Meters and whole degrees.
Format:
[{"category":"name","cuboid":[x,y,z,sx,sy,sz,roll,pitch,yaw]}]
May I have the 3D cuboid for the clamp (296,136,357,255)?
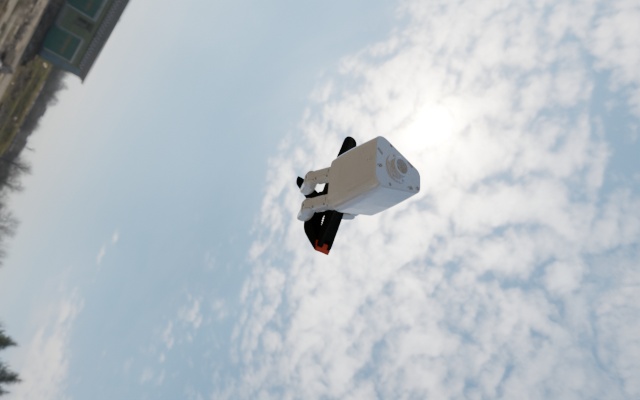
[{"category":"clamp","cuboid":[0.001,0.003,0.854,0.036,0.209,0.164,24,-34,-29]}]
